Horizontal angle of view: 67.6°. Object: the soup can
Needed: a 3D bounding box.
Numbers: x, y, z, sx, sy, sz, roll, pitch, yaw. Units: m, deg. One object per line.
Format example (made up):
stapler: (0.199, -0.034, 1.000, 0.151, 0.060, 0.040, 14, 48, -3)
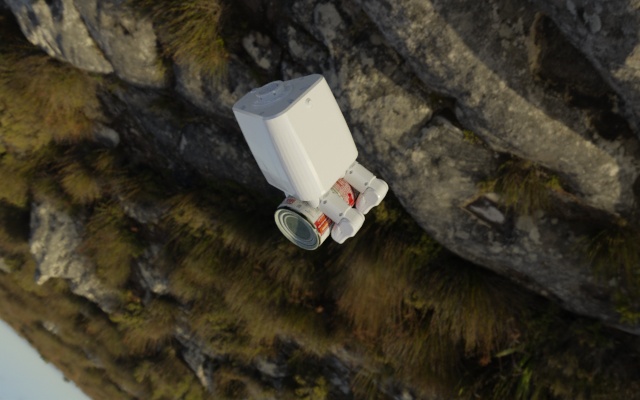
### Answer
soup can: (0.000, 0.002, 0.584, 0.068, 0.068, 0.102, 0, 39, 47)
